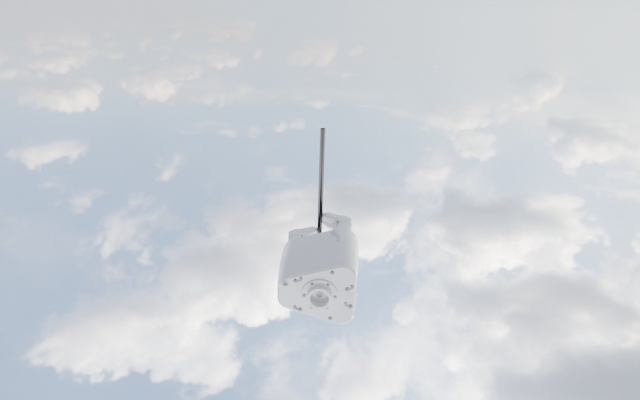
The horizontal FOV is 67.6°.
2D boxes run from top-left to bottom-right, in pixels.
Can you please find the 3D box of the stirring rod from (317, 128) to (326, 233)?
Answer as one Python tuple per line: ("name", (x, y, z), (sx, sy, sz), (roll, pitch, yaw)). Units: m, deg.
("stirring rod", (0.000, 0.002, 0.768), (0.011, 0.240, 0.011), (2, 22, -1))
